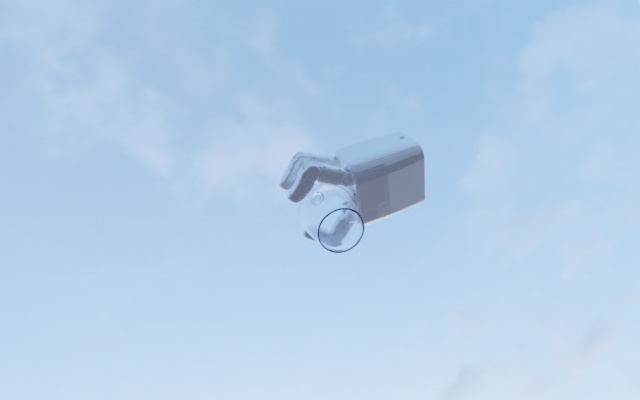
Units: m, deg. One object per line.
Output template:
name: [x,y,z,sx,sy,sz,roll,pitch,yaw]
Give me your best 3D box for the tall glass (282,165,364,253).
tall glass: [0.000,0.002,0.683,0.079,0.079,0.201,0,21,-16]
